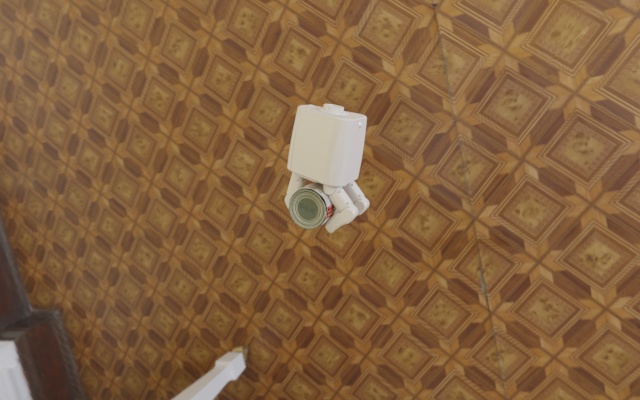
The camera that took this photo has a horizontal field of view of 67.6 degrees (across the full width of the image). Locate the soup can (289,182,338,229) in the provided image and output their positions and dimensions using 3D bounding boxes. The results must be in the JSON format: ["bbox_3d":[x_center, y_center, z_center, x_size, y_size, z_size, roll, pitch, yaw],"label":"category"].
[{"bbox_3d":[0.000,0.003,0.787,0.068,0.068,0.102,0,13,25],"label":"soup can"}]
